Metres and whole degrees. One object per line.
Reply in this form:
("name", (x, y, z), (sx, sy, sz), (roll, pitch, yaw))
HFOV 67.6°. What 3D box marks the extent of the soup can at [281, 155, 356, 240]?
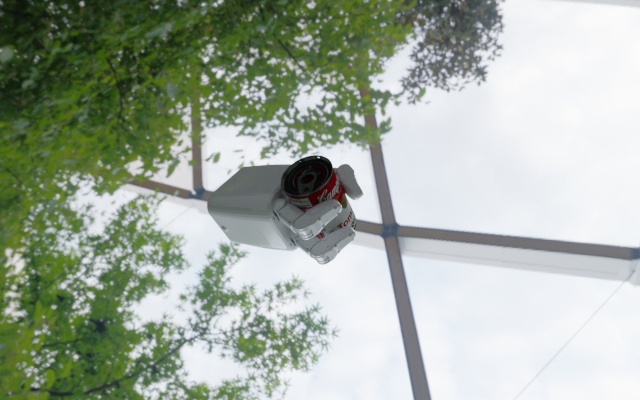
("soup can", (0.001, 0.002, 0.609), (0.068, 0.068, 0.102), (0, -41, 27))
